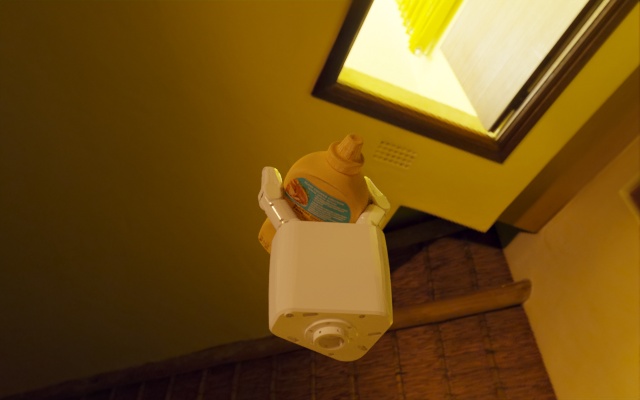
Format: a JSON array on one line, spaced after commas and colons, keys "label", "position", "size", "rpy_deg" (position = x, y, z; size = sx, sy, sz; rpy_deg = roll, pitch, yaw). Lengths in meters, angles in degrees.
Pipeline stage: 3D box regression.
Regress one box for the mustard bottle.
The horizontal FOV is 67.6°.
[{"label": "mustard bottle", "position": [0.000, 0.002, 0.548], "size": [0.096, 0.192, 0.058], "rpy_deg": [32, 40, 3]}]
